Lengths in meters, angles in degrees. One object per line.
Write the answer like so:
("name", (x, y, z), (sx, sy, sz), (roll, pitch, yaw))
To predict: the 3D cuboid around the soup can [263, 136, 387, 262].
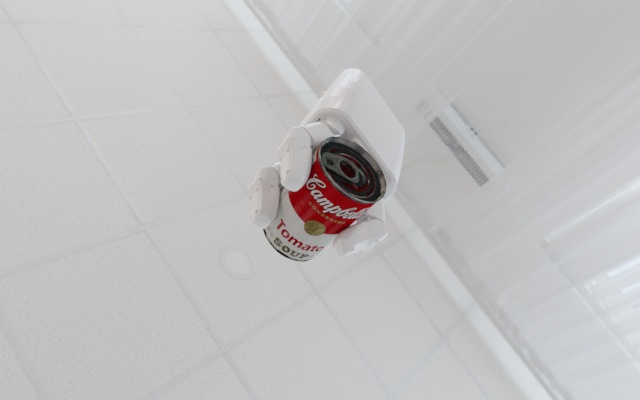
("soup can", (0.000, 0.002, 0.424), (0.068, 0.068, 0.102), (0, -34, -41))
